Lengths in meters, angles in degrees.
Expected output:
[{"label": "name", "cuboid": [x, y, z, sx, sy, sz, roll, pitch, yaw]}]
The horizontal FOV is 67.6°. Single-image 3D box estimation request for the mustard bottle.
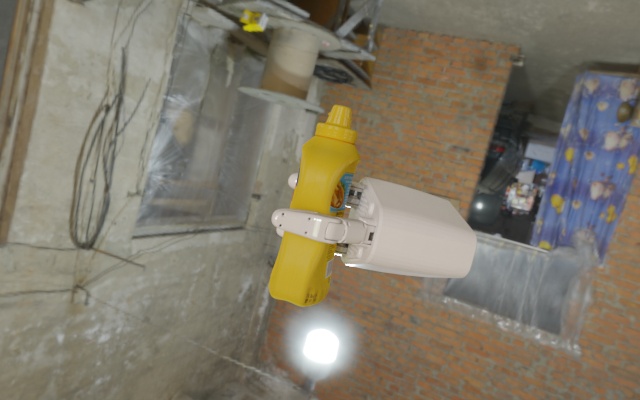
[{"label": "mustard bottle", "cuboid": [0.000, 0.002, 0.474, 0.058, 0.191, 0.096, 15, 6, 12]}]
